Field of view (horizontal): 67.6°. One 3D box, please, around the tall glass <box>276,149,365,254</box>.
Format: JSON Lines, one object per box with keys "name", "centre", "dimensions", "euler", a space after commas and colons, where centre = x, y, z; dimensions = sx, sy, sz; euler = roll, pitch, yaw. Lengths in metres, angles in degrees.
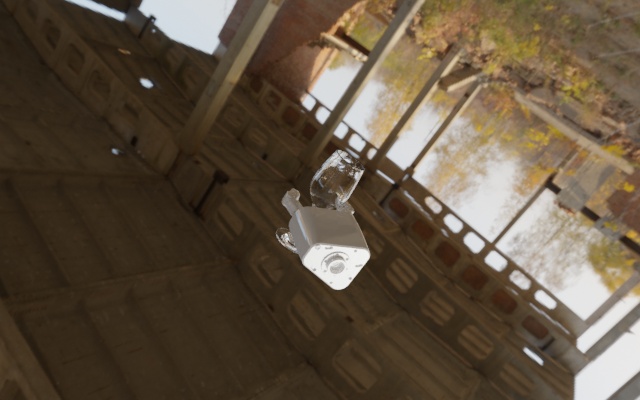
{"name": "tall glass", "centre": [0.000, 0.003, 0.890], "dimensions": [0.079, 0.201, 0.079], "euler": [31, 20, -12]}
